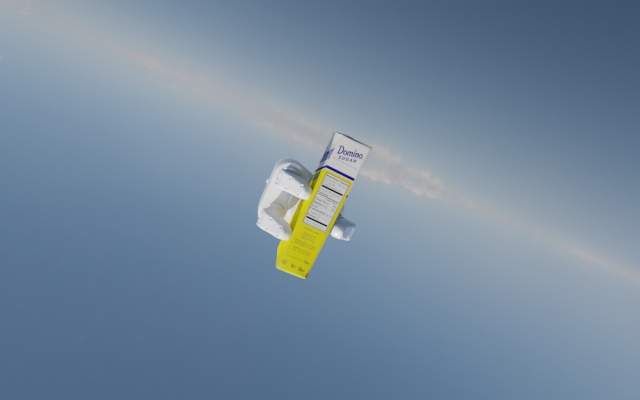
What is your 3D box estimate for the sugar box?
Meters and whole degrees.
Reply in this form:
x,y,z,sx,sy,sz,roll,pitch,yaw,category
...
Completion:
x,y,z,sx,sy,sz,roll,pitch,yaw,category
0.000,0.002,0.595,0.048,0.176,0.093,23,7,-8,sugar box
